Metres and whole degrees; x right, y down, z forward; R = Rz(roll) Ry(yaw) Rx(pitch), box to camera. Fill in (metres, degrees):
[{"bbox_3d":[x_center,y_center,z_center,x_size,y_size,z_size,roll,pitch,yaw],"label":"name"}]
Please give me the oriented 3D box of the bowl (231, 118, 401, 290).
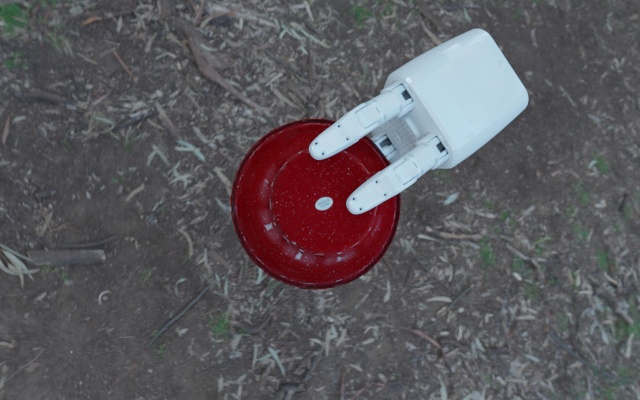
[{"bbox_3d":[-0.001,0.002,0.425,0.162,0.162,0.055,0,-3,-7],"label":"bowl"}]
